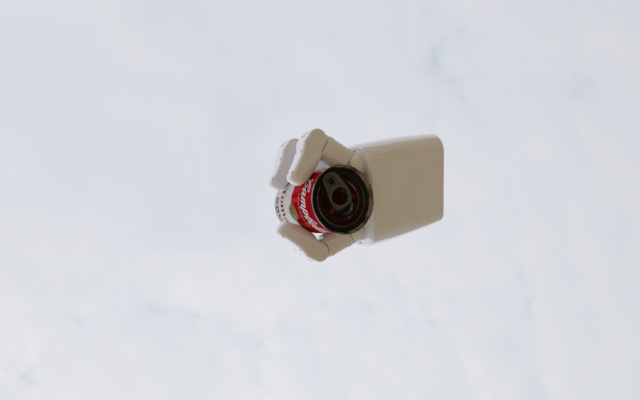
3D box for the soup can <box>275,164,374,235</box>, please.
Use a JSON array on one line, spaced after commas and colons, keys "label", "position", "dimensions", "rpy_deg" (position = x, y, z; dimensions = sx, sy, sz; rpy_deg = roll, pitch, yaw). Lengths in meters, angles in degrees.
[{"label": "soup can", "position": [0.000, 0.002, 0.501], "dimensions": [0.068, 0.068, 0.102], "rpy_deg": [0, -3, -26]}]
